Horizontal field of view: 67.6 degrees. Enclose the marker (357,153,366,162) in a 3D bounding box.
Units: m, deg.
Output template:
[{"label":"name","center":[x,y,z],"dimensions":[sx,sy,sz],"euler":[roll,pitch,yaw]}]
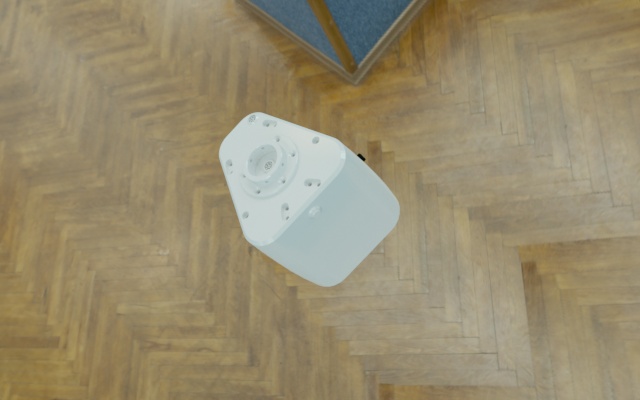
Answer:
[{"label":"marker","center":[0.000,0.002,0.465],"dimensions":[0.020,0.121,0.020],"euler":[42,2,-2]}]
